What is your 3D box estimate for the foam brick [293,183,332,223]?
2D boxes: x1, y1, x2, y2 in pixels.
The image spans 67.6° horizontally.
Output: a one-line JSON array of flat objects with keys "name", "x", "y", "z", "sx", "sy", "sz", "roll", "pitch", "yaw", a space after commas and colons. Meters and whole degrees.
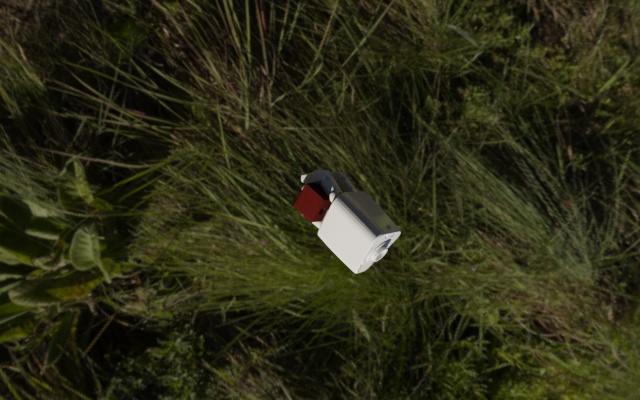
[{"name": "foam brick", "x": 0.000, "y": 0.003, "z": 0.878, "sx": 0.051, "sy": 0.053, "sz": 0.078, "roll": 45, "pitch": 26, "yaw": 26}]
